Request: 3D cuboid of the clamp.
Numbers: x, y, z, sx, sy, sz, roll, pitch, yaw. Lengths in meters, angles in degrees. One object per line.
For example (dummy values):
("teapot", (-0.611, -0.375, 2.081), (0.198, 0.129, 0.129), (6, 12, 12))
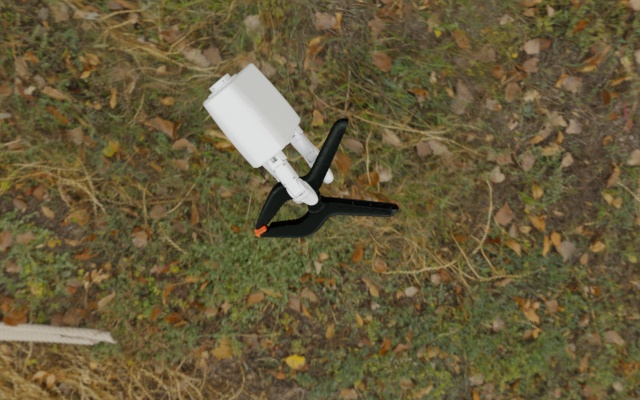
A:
("clamp", (0.000, 0.003, 0.702), (0.210, 0.164, 0.036), (-36, 17, 12))
